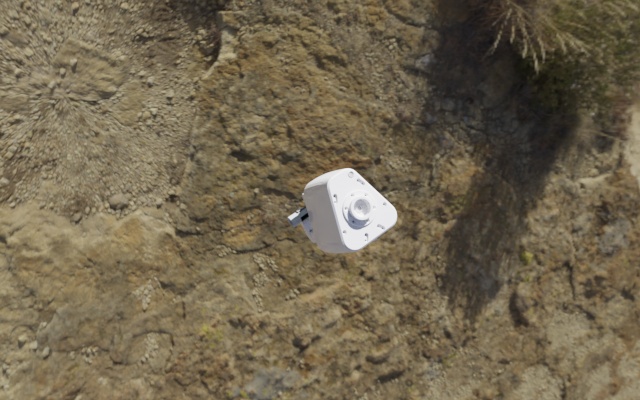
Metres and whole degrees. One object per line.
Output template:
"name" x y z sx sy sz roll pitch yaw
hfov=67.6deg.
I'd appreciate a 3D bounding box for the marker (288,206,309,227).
"marker" 0.000 0.003 0.777 0.121 0.020 0.020 -34 12 -18
